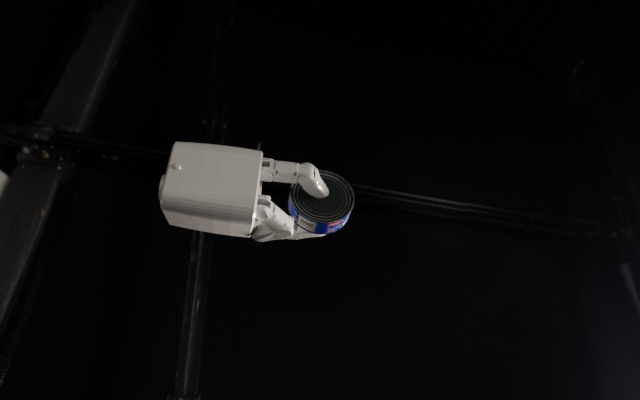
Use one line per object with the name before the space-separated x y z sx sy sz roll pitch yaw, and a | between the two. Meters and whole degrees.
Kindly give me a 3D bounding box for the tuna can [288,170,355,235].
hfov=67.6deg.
tuna can | 0.000 0.002 0.638 0.086 0.086 0.034 0 -35 -11
